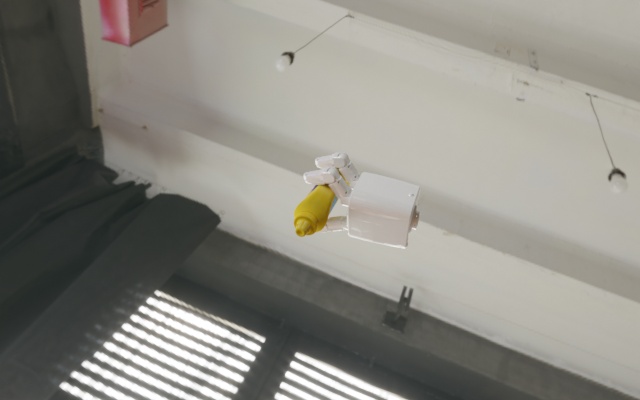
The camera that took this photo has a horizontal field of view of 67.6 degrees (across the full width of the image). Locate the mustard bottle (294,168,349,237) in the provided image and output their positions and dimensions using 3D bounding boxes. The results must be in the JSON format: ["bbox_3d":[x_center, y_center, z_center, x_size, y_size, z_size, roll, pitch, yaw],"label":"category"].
[{"bbox_3d":[0.000,0.002,0.841,0.058,0.096,0.191,33,38,0],"label":"mustard bottle"}]
